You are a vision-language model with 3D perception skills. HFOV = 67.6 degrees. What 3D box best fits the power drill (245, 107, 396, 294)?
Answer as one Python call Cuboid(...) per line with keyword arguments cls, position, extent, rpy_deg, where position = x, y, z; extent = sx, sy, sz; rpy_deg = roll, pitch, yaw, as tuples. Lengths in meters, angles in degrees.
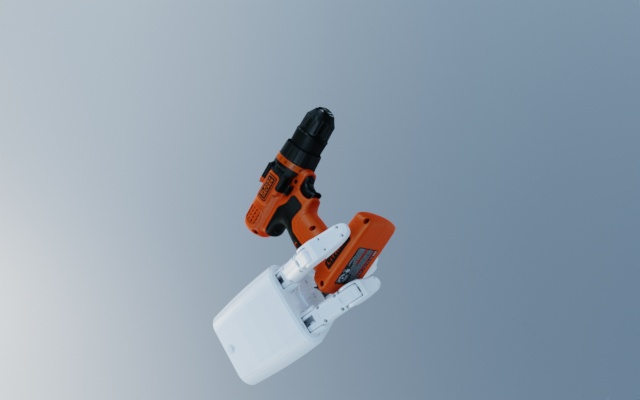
Cuboid(cls="power drill", position=(0.000, 0.002, 0.562), extent=(0.057, 0.184, 0.187), rpy_deg=(13, 24, -45))
